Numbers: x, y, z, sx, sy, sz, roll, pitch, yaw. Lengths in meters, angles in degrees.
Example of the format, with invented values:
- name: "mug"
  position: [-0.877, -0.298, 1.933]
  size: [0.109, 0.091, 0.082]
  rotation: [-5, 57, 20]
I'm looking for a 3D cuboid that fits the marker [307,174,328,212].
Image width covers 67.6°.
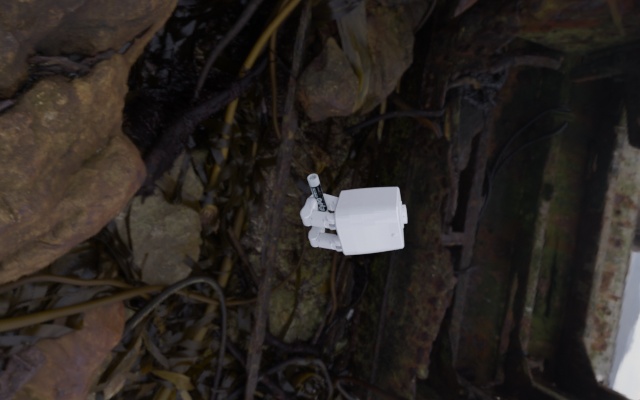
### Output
- name: "marker"
  position: [0.000, 0.003, 0.868]
  size: [0.020, 0.121, 0.020]
  rotation: [-10, 41, 9]
